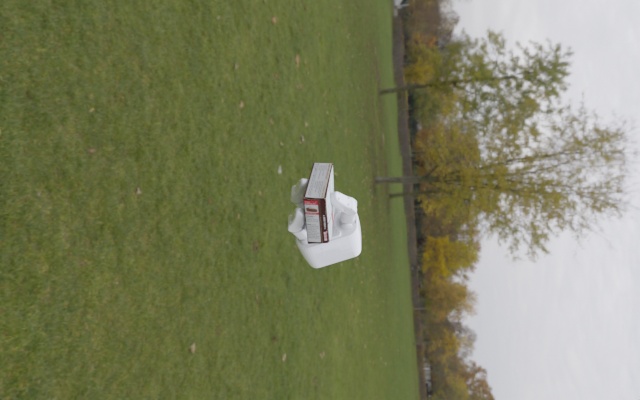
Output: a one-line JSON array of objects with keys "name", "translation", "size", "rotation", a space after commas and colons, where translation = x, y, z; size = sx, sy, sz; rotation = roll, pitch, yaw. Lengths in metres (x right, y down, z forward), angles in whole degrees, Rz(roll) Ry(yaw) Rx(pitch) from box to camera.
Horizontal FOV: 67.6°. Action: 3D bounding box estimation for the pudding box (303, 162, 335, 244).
[{"name": "pudding box", "translation": [0.000, 0.003, 0.780], "size": [0.039, 0.090, 0.113], "rotation": [-1, 33, 7]}]
